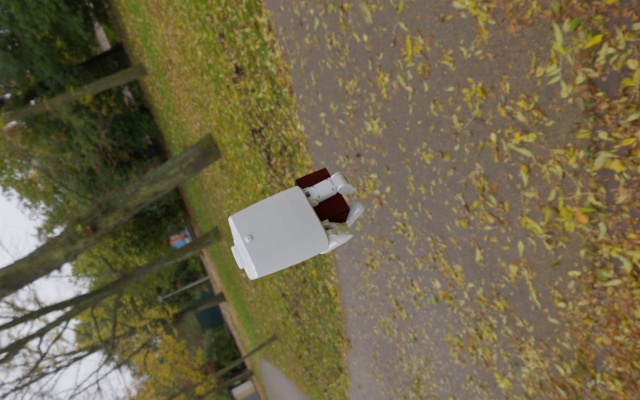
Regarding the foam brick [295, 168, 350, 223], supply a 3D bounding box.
[{"bbox_3d":[0.000,0.002,0.696,0.051,0.078,0.053,-23,-22,-17],"label":"foam brick"}]
